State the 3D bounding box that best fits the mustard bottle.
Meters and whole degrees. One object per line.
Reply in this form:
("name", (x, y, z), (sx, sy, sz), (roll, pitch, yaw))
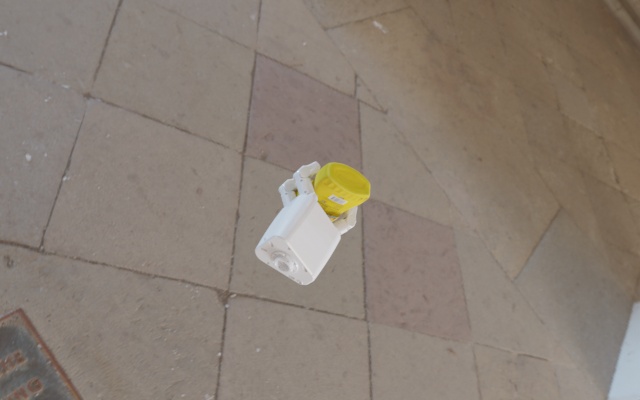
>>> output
("mustard bottle", (0.000, 0.003, 0.893), (0.096, 0.058, 0.192), (23, -37, -25))
